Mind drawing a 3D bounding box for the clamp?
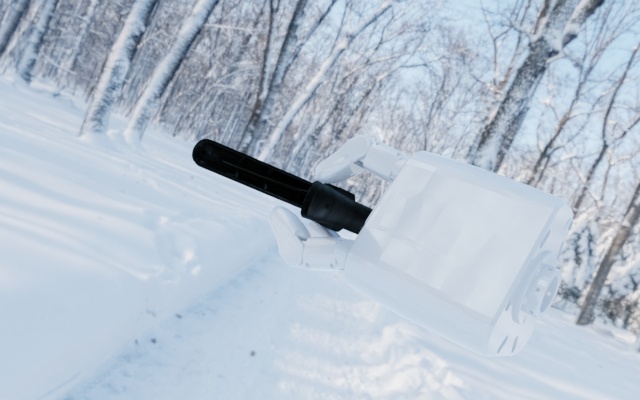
[{"bbox_3d":[0.001,0.001,0.416,0.164,0.036,0.210,25,1,39],"label":"clamp"}]
